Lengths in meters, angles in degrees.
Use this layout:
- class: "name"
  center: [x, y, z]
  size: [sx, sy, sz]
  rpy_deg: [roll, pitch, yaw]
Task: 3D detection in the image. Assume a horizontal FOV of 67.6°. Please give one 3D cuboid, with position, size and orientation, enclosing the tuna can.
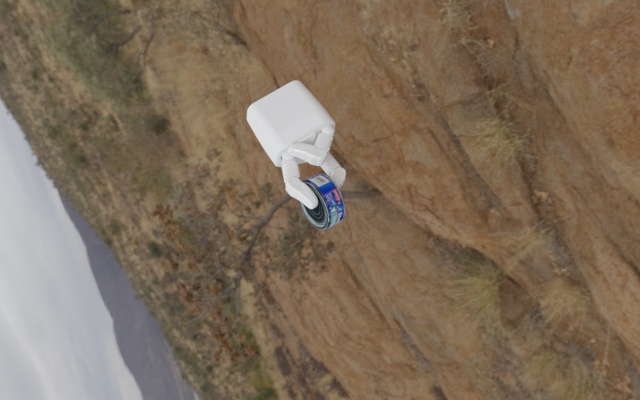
- class: "tuna can"
  center: [0.000, 0.003, 0.758]
  size: [0.033, 0.086, 0.086]
  rpy_deg: [-26, 13, -28]
